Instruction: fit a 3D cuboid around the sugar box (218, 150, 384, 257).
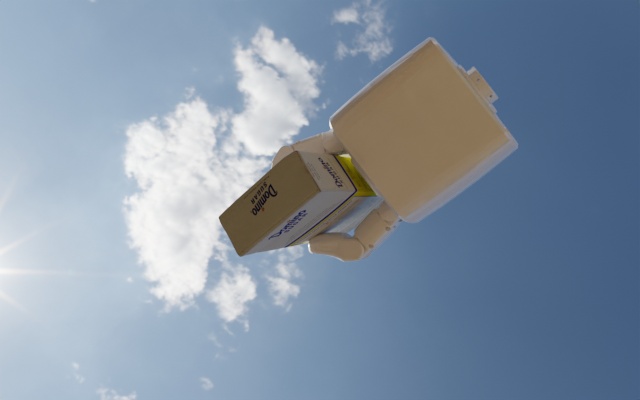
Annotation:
[{"bbox_3d":[0.000,0.001,0.436,0.093,0.048,0.176,-39,-19,23],"label":"sugar box"}]
